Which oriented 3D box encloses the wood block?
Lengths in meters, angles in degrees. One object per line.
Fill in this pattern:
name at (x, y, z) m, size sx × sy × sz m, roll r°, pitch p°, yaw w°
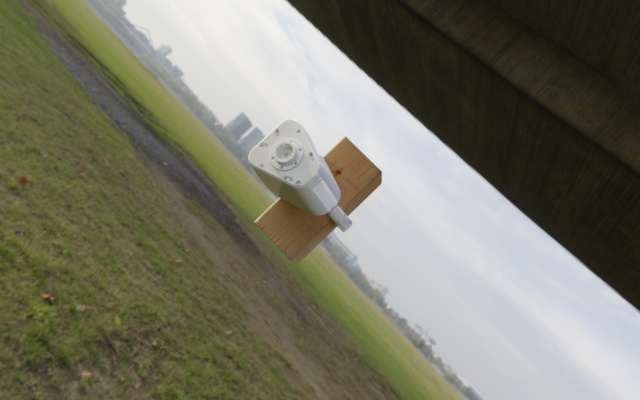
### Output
wood block at (0.000, 0.003, 0.812) m, size 0.206 × 0.091 × 0.090 m, roll -43°, pitch -13°, yaw -3°
